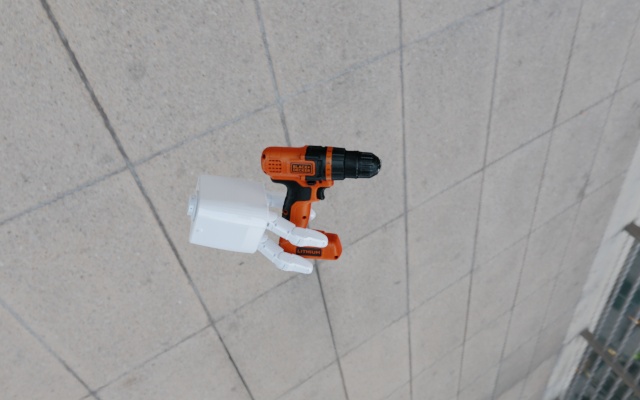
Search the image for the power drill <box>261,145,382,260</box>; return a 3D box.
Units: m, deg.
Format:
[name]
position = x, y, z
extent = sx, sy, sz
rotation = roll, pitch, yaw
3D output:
[power drill]
position = 0.000, 0.003, 0.762
extent = 0.184, 0.188, 0.057
rotation = 4, 25, 7
